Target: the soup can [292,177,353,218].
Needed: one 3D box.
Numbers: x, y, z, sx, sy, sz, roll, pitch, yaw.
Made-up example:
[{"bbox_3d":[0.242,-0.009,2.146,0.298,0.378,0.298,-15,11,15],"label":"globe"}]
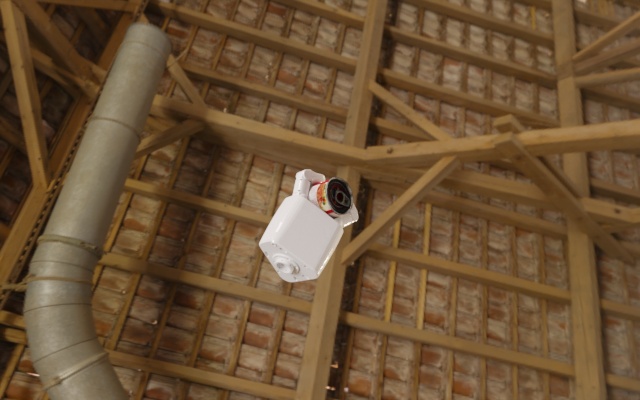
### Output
[{"bbox_3d":[0.000,0.002,0.869,0.068,0.068,0.102,0,-13,-45],"label":"soup can"}]
